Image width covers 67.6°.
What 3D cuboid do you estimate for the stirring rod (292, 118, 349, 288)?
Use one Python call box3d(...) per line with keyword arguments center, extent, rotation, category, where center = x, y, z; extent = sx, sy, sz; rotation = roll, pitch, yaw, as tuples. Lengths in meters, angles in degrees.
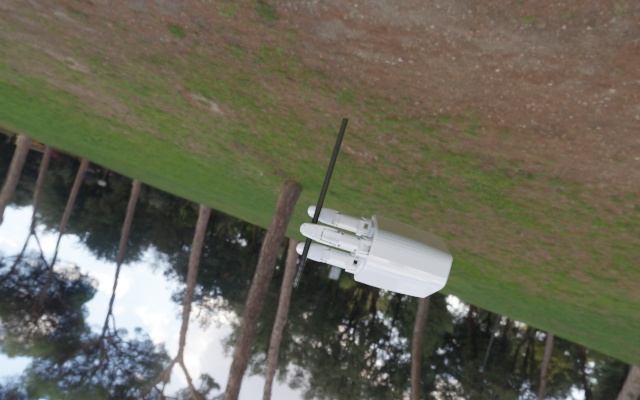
box3d(center=(0.000, 0.002, 0.651), extent=(0.011, 0.239, 0.011), rotation=(17, -4, 1), category="stirring rod")
